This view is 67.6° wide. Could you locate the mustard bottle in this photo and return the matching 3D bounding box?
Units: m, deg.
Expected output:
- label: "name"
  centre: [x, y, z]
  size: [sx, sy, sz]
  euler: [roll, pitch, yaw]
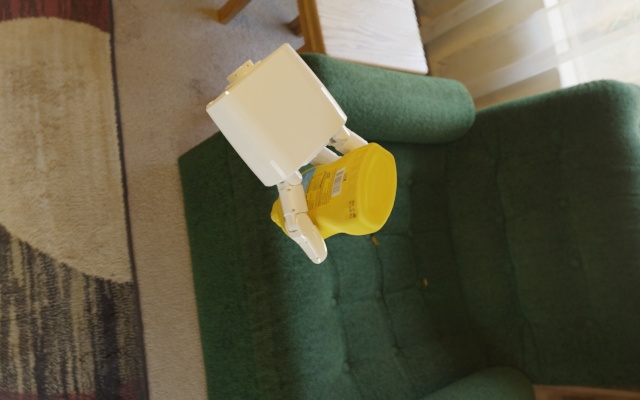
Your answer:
- label: "mustard bottle"
  centre: [0.000, 0.002, 0.563]
  size: [0.058, 0.096, 0.191]
  euler: [27, -27, -32]
